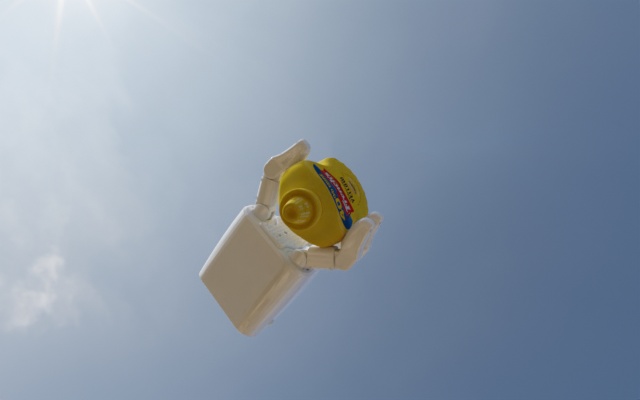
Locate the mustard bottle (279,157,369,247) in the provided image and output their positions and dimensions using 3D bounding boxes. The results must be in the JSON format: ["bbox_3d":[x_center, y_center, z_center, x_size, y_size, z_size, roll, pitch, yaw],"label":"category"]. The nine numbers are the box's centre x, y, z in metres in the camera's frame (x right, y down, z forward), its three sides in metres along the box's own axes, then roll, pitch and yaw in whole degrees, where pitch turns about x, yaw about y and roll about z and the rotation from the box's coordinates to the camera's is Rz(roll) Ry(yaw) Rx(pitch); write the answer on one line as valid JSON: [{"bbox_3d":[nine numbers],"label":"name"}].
[{"bbox_3d":[0.000,0.001,0.526,0.058,0.096,0.191,-27,-2,18],"label":"mustard bottle"}]
